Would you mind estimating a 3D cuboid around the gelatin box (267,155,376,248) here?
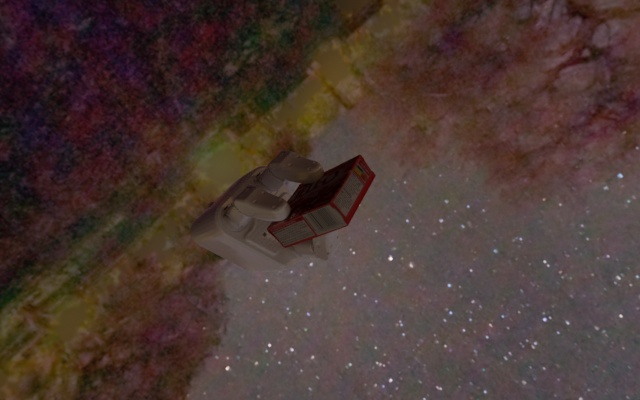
[{"bbox_3d":[0.001,0.002,0.446,0.089,0.030,0.073,-23,24,43],"label":"gelatin box"}]
